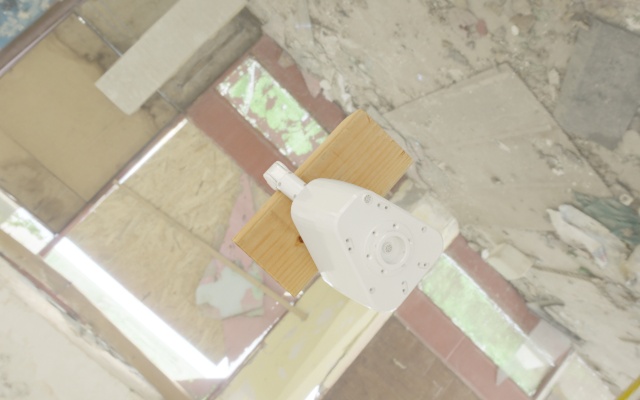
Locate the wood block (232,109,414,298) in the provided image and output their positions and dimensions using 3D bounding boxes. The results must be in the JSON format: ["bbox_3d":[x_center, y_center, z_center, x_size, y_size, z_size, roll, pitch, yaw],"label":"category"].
[{"bbox_3d":[0.000,0.002,0.565,0.091,0.206,0.090,44,-10,-8],"label":"wood block"}]
